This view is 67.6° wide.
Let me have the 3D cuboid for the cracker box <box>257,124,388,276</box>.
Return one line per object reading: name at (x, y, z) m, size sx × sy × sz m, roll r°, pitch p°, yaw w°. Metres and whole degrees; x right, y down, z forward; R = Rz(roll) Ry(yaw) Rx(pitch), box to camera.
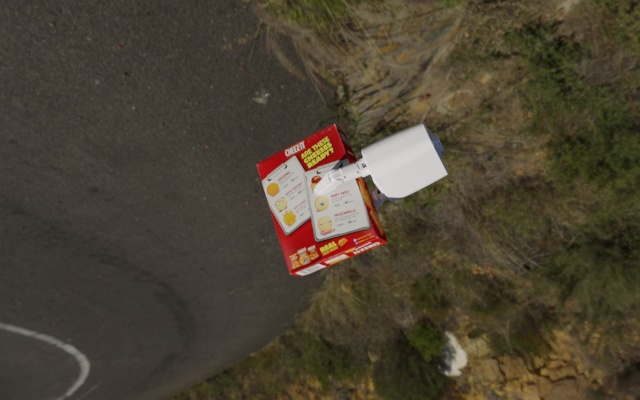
cracker box at (0.000, 0.003, 0.825) m, size 0.164 × 0.213 × 0.072 m, roll -25°, pitch -21°, yaw 16°
